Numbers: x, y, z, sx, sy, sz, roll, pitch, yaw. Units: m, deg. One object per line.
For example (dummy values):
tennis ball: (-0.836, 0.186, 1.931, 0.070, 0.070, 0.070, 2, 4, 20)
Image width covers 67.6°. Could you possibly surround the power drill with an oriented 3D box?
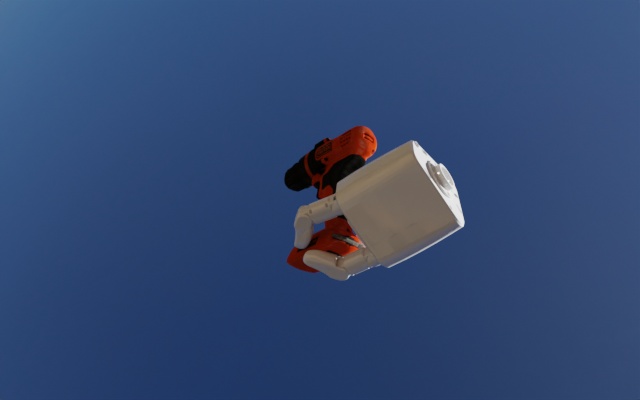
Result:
power drill: (0.000, 0.003, 0.674, 0.057, 0.187, 0.184, 23, -32, -31)
